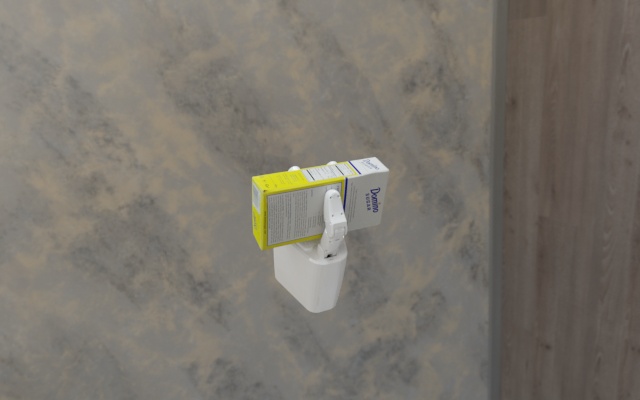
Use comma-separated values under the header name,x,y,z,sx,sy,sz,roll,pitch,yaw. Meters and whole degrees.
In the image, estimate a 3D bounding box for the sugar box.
name,x,y,z,sx,sy,sz,roll,pitch,yaw
sugar box,0.000,0.002,0.632,0.176,0.093,0.048,-12,38,-23
